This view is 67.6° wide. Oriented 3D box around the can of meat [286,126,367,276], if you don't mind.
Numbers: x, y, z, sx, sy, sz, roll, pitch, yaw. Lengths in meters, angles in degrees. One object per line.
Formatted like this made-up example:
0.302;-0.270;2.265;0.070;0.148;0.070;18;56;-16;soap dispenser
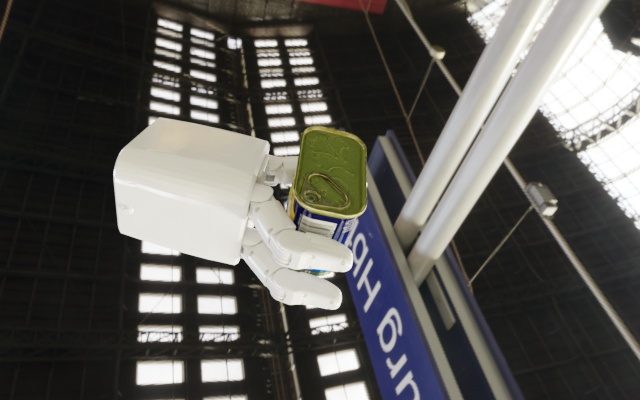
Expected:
0.000;0.002;0.410;0.057;0.102;0.084;12;-46;-7;can of meat
